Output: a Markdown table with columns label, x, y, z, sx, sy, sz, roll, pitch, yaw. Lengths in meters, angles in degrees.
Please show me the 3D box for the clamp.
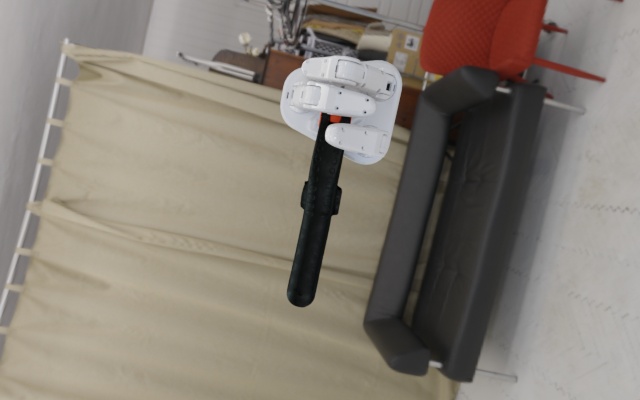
| label | x | y | z | sx | sy | sz | roll | pitch | yaw |
| --- | --- | --- | --- | --- | --- | --- | --- | --- | --- |
| clamp | -0.001 | 0.001 | 0.446 | 0.039 | 0.171 | 0.120 | 13 | 7 | -4 |
